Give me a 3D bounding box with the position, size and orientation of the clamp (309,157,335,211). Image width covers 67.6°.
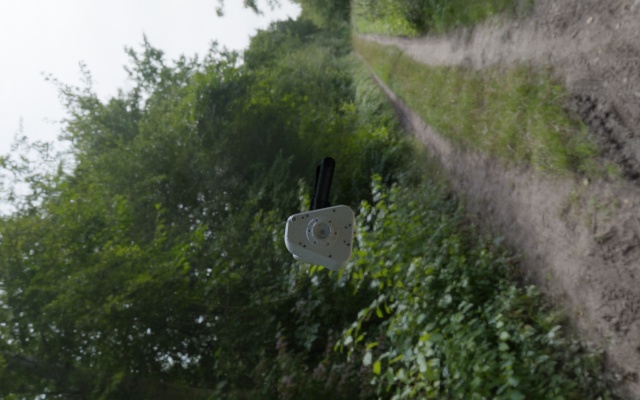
[{"bbox_3d":[-0.001,0.003,0.869,0.039,0.171,0.120,5,-12,0],"label":"clamp"}]
